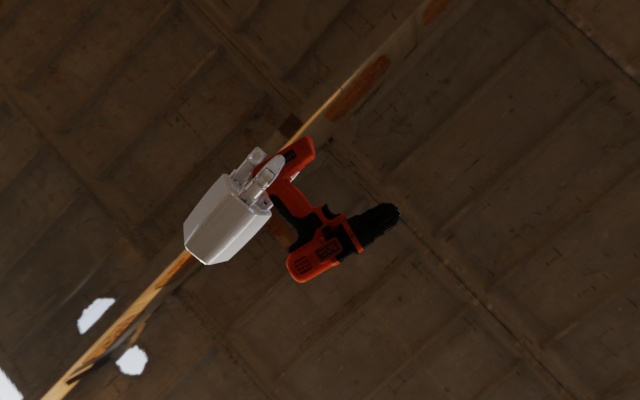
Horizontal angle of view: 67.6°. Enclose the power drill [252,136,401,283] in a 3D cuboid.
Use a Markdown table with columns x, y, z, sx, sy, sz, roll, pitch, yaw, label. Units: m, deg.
| x | y | z | sx | sy | sz | roll | pitch | yaw | label |
| --- | --- | --- | --- | --- | --- | --- | --- | --- | --- |
| 0.000 | 0.002 | 0.707 | 0.184 | 0.187 | 0.057 | -31 | -8 | 0 | power drill |
